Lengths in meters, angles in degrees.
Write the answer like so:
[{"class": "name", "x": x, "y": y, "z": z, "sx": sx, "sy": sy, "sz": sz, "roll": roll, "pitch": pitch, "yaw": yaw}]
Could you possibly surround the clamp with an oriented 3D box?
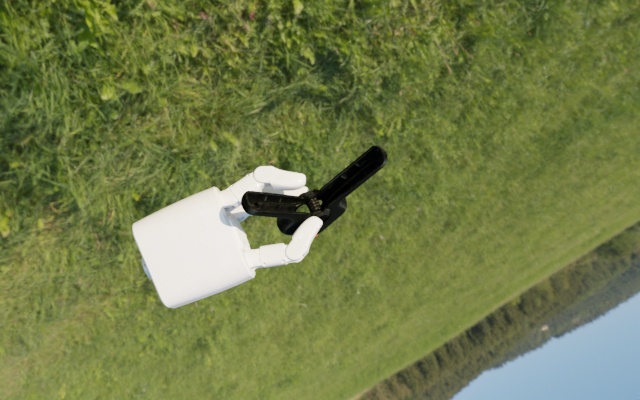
[{"class": "clamp", "x": 0.000, "y": 0.003, "z": 0.587, "sx": 0.164, "sy": 0.036, "sz": 0.210, "roll": -21, "pitch": -17, "yaw": -3}]
